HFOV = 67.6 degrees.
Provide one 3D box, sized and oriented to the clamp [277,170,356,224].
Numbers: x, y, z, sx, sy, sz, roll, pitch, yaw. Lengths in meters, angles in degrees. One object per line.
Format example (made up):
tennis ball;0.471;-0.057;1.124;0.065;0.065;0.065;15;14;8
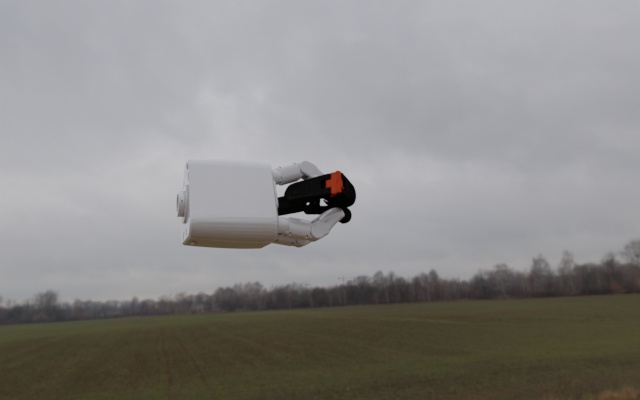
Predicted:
clamp;0.000;0.001;0.661;0.164;0.036;0.210;4;-14;-22
